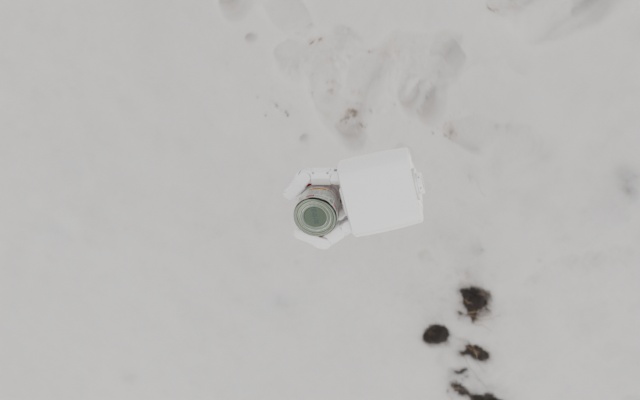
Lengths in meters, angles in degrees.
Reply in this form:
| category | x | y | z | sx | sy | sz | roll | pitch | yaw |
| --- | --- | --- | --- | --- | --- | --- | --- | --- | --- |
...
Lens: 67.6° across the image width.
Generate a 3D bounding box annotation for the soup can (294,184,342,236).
| category | x | y | z | sx | sy | sz | roll | pitch | yaw |
| --- | --- | --- | --- | --- | --- | --- | --- | --- | --- |
| soup can | 0.000 | 0.003 | 0.750 | 0.068 | 0.068 | 0.102 | 0 | 28 | 11 |
